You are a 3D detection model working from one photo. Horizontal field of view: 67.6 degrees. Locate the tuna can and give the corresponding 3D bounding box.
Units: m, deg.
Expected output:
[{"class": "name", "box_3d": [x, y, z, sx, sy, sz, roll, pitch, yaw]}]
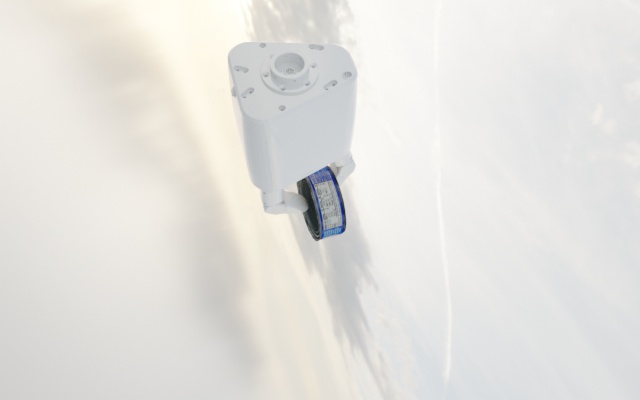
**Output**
[{"class": "tuna can", "box_3d": [0.001, 0.002, 0.551, 0.034, 0.086, 0.086, -15, 3, -12]}]
